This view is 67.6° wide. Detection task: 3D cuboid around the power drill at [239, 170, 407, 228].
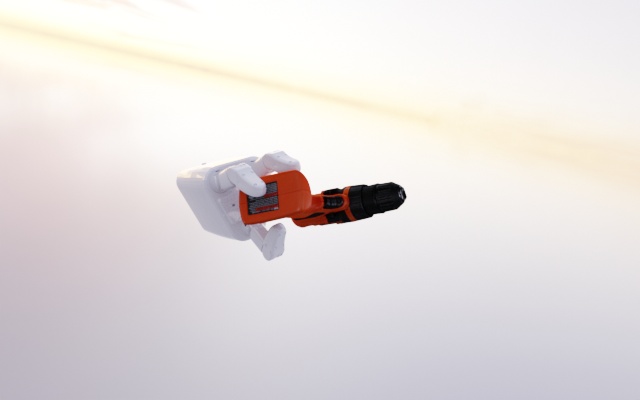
[{"bbox_3d":[0.000,0.002,0.634,0.184,0.057,0.188,-13,-13,32],"label":"power drill"}]
